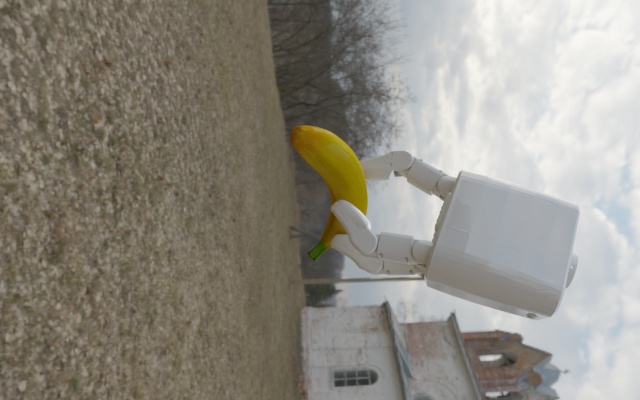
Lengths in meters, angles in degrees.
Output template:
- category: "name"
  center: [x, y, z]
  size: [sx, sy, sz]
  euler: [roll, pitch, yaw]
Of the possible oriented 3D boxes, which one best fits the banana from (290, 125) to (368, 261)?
- category: "banana"
  center: [0.015, -0.006, 0.461]
  size: [0.069, 0.198, 0.037]
  euler: [-34, 56, -20]
